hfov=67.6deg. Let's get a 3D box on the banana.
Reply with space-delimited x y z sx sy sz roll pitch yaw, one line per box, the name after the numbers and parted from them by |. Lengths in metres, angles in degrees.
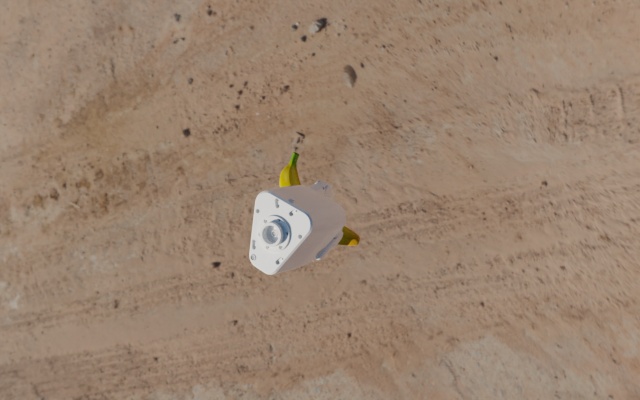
-0.015 0.012 0.817 0.070 0.197 0.037 -42 -14 22 | banana
